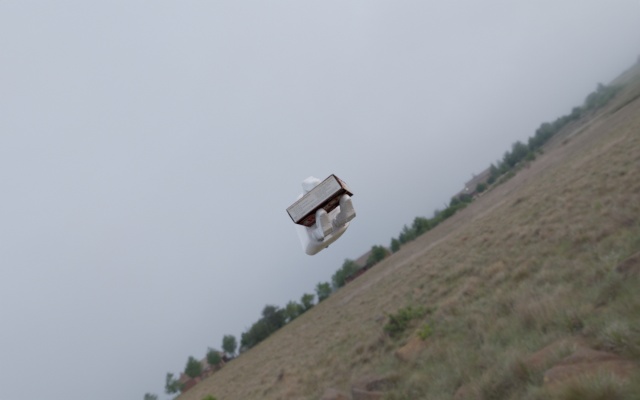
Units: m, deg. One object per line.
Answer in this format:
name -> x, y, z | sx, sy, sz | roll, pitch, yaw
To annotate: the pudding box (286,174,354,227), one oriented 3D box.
pudding box -> 0.000, 0.003, 0.894 | 0.113, 0.039, 0.090 | -39, -15, 8
